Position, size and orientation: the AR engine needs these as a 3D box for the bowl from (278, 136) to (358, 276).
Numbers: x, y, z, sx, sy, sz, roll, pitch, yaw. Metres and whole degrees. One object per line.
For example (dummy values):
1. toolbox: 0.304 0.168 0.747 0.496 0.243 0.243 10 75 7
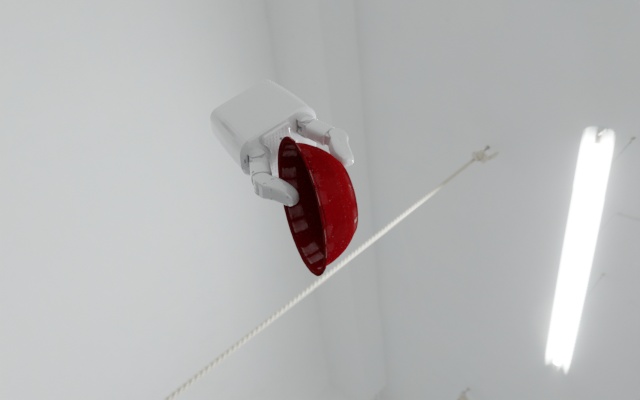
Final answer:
1. bowl: 0.001 0.003 0.548 0.055 0.162 0.162 -13 4 -16
